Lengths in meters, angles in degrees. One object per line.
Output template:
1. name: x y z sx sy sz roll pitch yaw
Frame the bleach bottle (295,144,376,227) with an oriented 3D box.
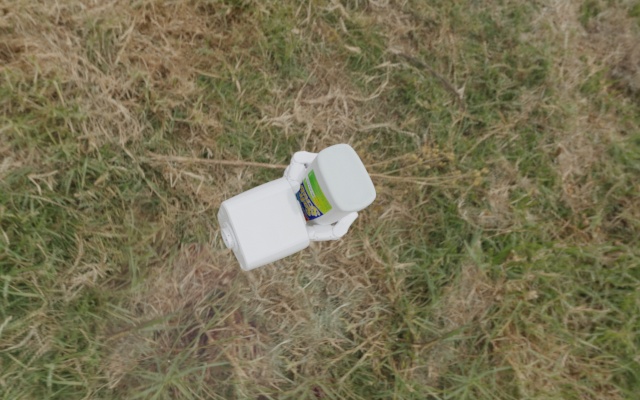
1. bleach bottle: 0.000 0.002 0.772 0.068 0.102 0.251 -22 -10 -22
